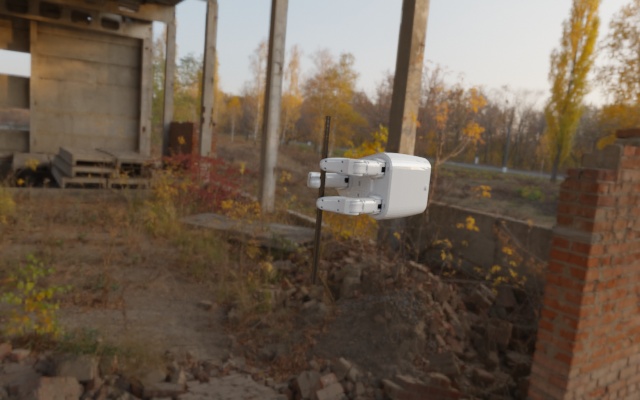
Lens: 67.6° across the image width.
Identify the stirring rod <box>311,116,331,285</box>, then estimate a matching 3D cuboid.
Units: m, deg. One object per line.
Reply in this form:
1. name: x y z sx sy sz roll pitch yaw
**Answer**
1. stirring rod: 0.000 0.002 0.677 0.011 0.239 0.011 5 8 -1
